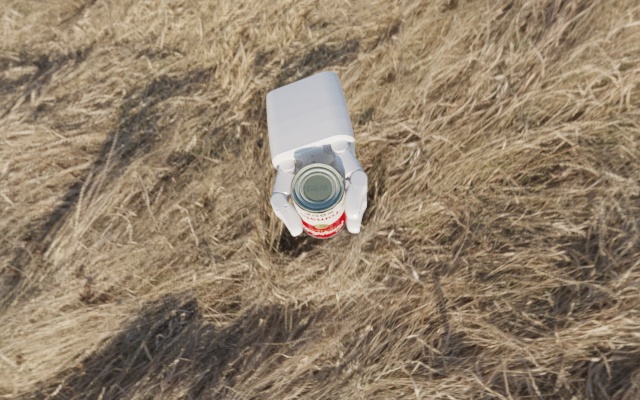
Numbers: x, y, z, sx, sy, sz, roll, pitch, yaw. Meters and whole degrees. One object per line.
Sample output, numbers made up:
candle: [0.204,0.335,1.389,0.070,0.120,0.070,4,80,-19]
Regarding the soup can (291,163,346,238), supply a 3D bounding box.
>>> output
soup can: [0.000,0.002,0.617,0.068,0.068,0.102,0,-21,4]
